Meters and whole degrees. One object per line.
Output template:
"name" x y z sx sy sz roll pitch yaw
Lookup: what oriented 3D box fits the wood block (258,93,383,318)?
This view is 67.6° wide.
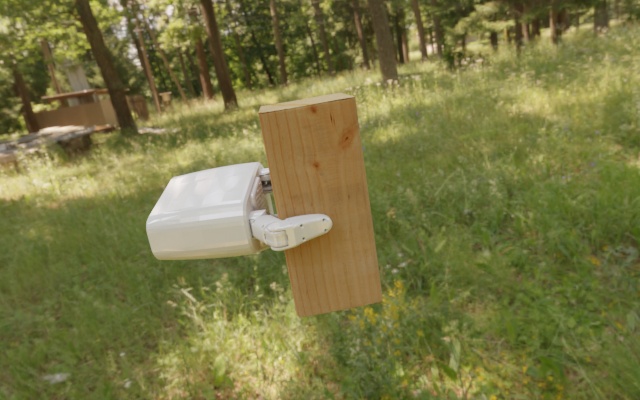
"wood block" 0.000 0.002 0.493 0.090 0.206 0.090 -10 16 -3
